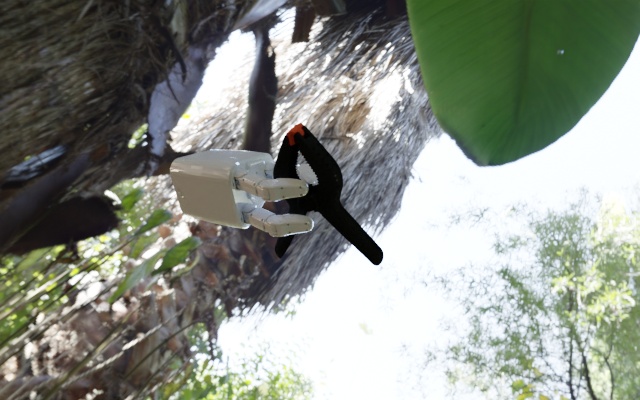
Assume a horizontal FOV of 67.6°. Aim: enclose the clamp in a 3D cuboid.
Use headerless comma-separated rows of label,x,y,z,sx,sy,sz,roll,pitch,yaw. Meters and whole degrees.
clamp,0.000,0.001,0.626,0.164,0.210,0.036,7,34,21
